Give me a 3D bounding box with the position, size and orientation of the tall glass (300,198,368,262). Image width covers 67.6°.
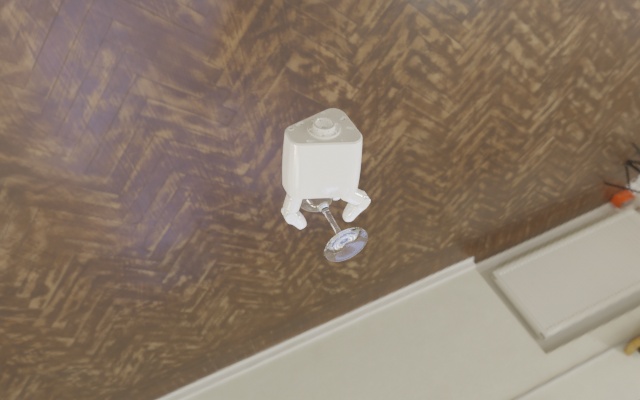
[{"bbox_3d":[0.000,0.003,0.795,0.079,0.079,0.201,0,41,-33],"label":"tall glass"}]
